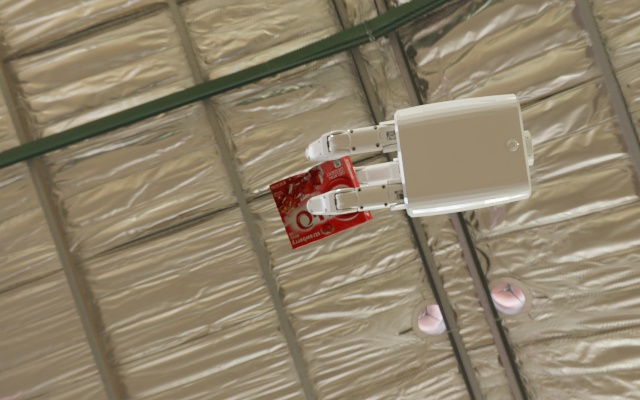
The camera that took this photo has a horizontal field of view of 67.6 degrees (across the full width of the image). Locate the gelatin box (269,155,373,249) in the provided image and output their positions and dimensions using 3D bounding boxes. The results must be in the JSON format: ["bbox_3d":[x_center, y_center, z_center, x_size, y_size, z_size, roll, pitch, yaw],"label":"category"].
[{"bbox_3d":[0.000,0.002,0.497,0.089,0.073,0.030,-21,-1,19],"label":"gelatin box"}]
